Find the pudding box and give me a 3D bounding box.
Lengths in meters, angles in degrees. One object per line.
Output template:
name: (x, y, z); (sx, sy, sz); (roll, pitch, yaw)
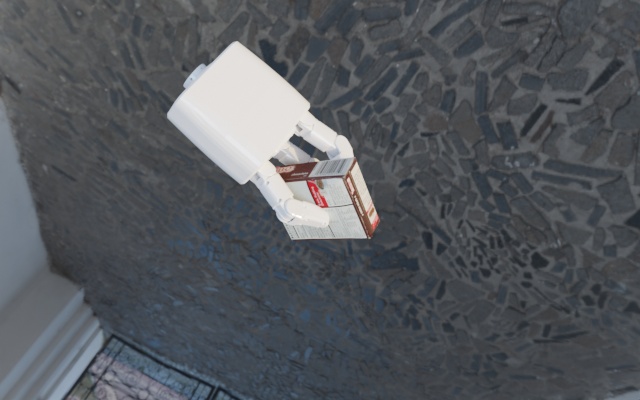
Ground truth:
pudding box: (0.000, 0.002, 0.549); (0.113, 0.090, 0.039); (-3, 37, 33)
